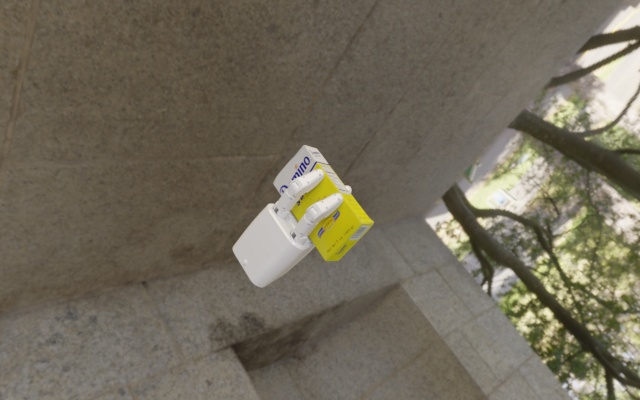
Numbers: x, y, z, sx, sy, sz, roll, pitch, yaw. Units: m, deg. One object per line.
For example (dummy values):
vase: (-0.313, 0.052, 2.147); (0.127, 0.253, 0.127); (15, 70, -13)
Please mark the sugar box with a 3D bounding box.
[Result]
sugar box: (0.000, 0.003, 0.782); (0.093, 0.176, 0.048); (-48, -26, 21)
